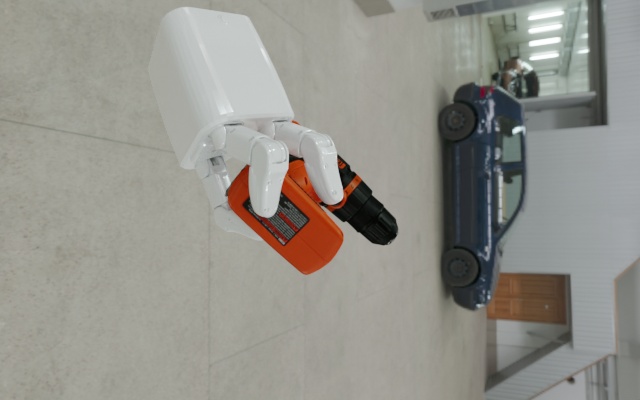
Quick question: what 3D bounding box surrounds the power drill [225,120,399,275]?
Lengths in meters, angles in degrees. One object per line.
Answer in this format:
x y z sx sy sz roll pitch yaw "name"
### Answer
0.000 0.001 0.477 0.184 0.057 0.187 42 19 -1 "power drill"
